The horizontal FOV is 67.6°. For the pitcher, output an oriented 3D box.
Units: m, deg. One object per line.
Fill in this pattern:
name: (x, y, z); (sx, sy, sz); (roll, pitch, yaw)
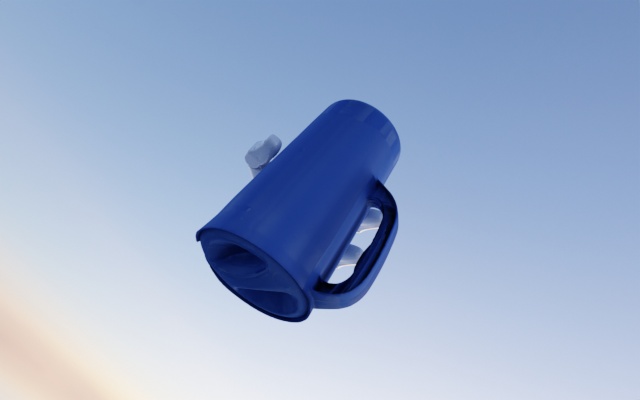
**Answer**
pitcher: (0.000, 0.002, 0.512); (0.242, 0.149, 0.145); (-52, 11, -33)
